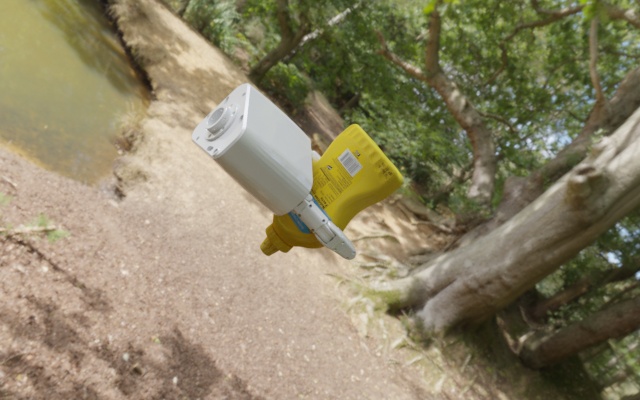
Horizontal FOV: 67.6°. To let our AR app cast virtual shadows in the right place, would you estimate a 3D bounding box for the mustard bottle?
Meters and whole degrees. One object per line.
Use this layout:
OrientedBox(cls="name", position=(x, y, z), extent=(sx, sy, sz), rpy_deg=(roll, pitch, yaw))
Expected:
OrientedBox(cls="mustard bottle", position=(0.000, 0.002, 0.583), extent=(0.191, 0.096, 0.058), rpy_deg=(-41, -29, 10))
